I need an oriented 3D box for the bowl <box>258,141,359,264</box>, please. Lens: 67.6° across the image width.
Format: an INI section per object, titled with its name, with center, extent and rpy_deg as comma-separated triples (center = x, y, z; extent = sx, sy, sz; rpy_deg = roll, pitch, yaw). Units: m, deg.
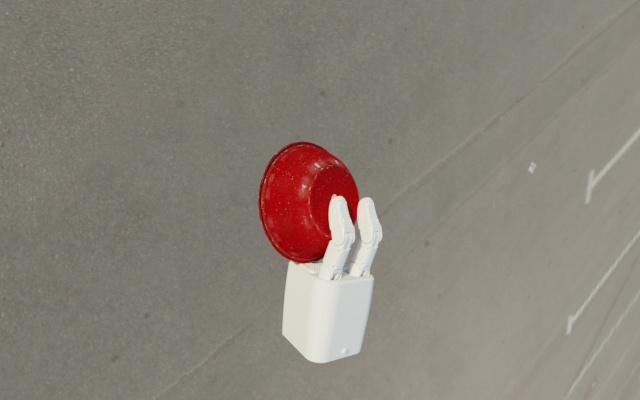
[bowl]
center = 0.000, 0.001, 0.614
extent = 0.162, 0.162, 0.055
rpy_deg = 0, -1, -44
